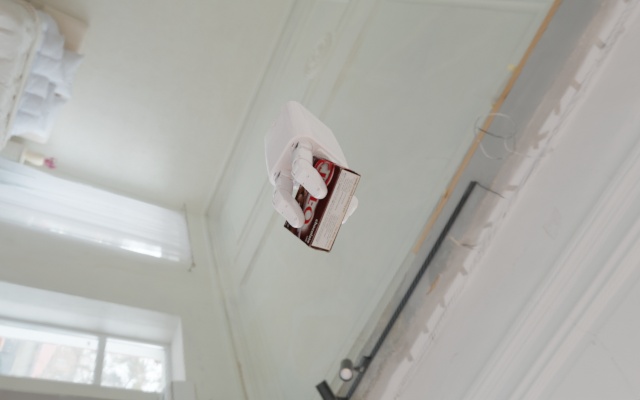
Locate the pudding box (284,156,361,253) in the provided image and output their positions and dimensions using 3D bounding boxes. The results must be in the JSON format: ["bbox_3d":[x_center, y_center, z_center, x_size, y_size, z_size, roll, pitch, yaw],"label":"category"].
[{"bbox_3d":[0.000,0.002,0.645,0.039,0.113,0.090,17,6,-28],"label":"pudding box"}]
